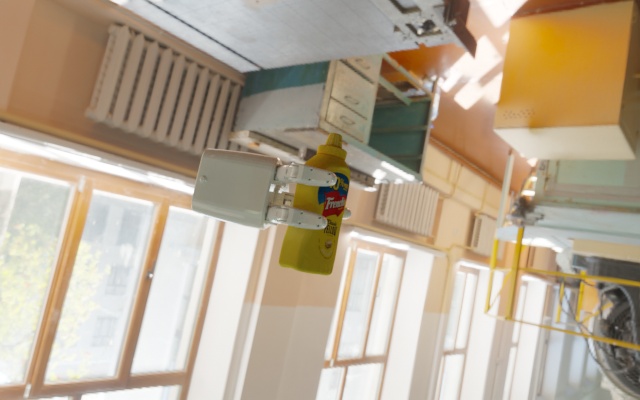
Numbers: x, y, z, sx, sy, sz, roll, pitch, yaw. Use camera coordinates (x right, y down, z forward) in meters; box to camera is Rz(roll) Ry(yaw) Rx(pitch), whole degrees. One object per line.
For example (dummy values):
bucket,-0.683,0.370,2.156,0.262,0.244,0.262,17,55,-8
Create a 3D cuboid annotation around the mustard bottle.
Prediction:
mustard bottle,0.000,0.002,0.648,0.058,0.191,0.096,9,-7,33
